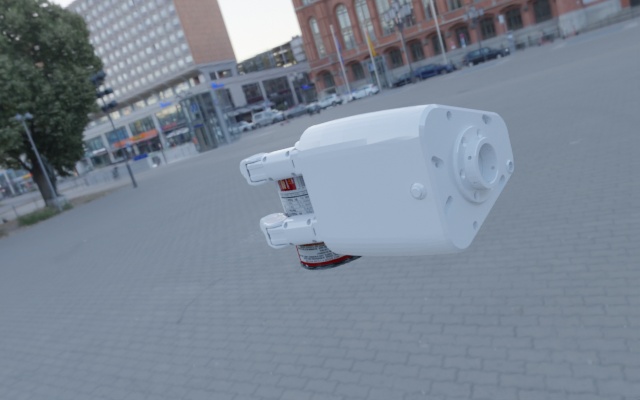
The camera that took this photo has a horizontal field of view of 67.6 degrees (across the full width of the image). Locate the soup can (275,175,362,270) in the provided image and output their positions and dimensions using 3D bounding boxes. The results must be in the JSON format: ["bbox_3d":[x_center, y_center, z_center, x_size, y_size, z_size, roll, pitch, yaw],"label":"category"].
[{"bbox_3d":[0.000,0.001,0.424,0.068,0.102,0.068,-16,12,4],"label":"soup can"}]
